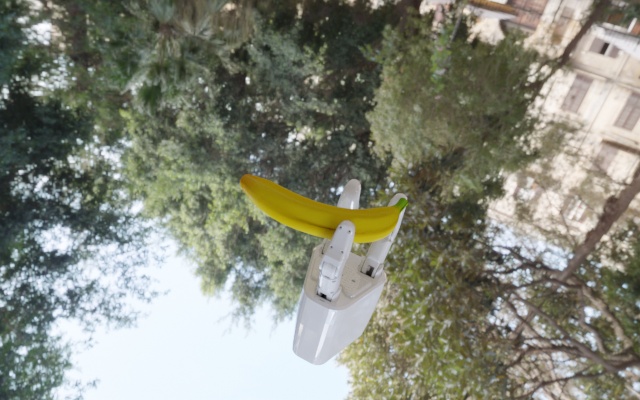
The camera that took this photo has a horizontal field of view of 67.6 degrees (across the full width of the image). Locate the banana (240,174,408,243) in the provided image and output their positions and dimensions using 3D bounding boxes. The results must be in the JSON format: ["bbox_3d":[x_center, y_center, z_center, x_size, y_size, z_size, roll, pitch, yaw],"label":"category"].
[{"bbox_3d":[0.003,0.013,0.537,0.198,0.037,0.069,10,34,-5],"label":"banana"}]
